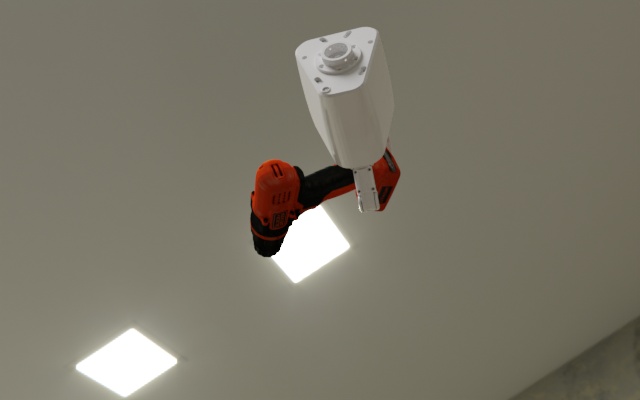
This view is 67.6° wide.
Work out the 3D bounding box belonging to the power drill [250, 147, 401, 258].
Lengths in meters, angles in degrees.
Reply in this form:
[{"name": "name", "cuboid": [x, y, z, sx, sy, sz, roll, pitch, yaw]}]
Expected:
[{"name": "power drill", "cuboid": [0.001, 0.002, 0.617, 0.187, 0.057, 0.185, -17, -28, -20]}]
